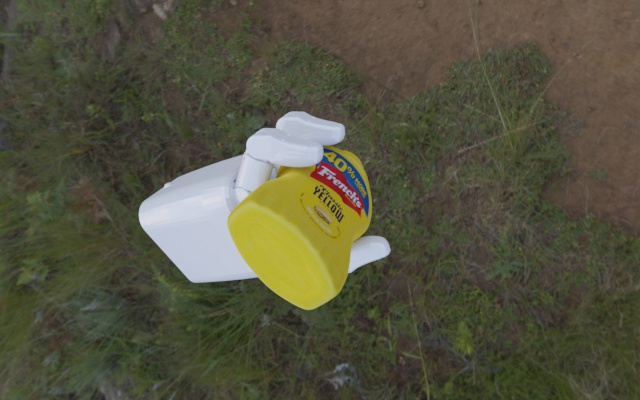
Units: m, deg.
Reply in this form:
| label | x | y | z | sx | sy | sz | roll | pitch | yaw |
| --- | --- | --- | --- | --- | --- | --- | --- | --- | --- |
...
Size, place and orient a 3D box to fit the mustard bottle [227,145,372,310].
| label | x | y | z | sx | sy | sz | roll | pitch | yaw |
| --- | --- | --- | --- | --- | --- | --- | --- | --- | --- |
| mustard bottle | 0.000 | 0.001 | 0.415 | 0.058 | 0.096 | 0.191 | -39 | 8 | 31 |
